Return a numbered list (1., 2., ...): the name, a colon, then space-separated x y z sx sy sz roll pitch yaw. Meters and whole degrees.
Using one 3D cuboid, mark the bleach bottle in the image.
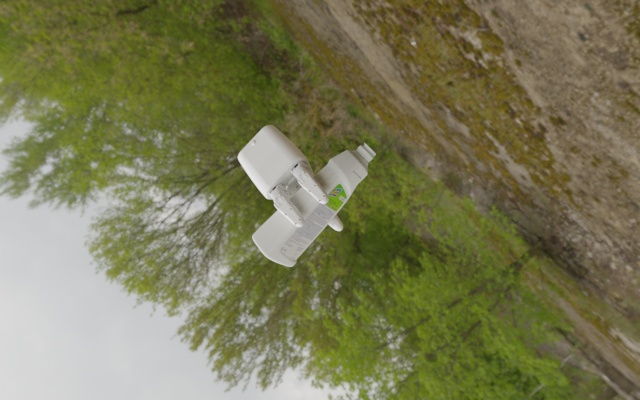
1. bleach bottle: 0.000 0.003 0.828 0.068 0.251 0.102 49 8 30
